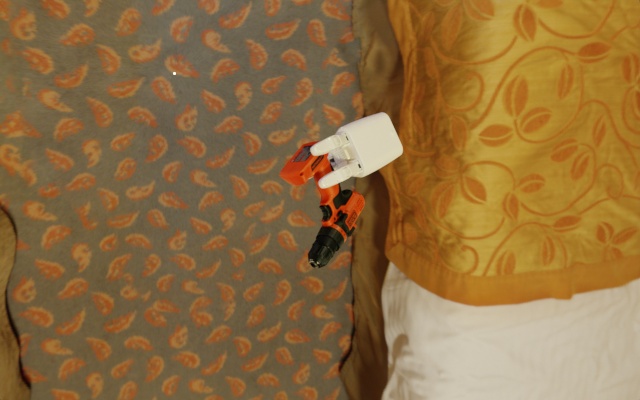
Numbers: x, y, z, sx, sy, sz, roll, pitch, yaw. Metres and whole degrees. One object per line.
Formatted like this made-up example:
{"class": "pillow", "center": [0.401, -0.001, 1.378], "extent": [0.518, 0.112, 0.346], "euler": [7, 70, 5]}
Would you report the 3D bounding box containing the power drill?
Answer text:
{"class": "power drill", "center": [0.000, 0.002, 0.861], "extent": [0.057, 0.188, 0.184], "euler": [-1, 40, 37]}
